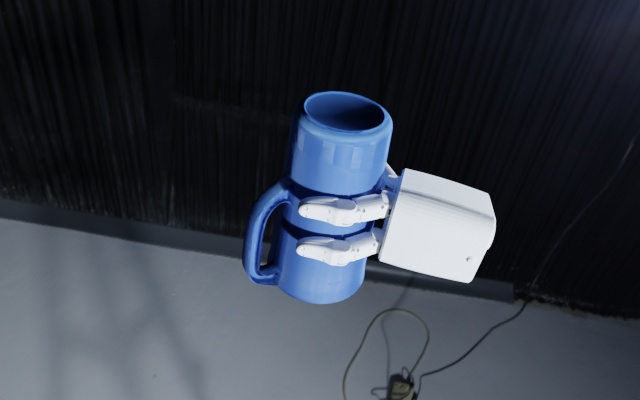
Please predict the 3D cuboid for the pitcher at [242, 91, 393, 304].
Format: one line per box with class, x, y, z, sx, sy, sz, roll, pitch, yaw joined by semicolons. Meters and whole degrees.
pitcher;0.000;0.002;0.570;0.145;0.243;0.149;16;38;8
